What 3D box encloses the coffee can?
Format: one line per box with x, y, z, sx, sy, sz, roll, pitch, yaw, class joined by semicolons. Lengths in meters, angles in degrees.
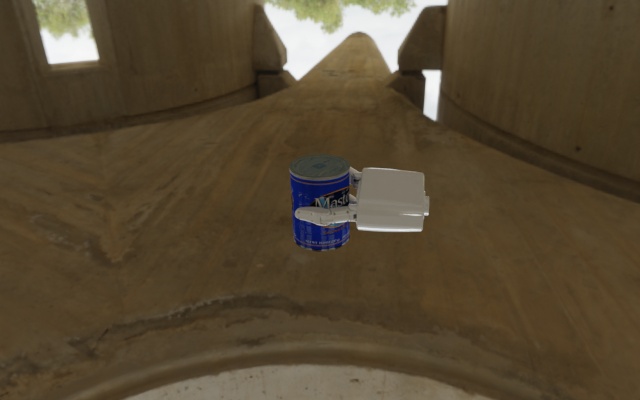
0.000;0.003;0.833;0.103;0.140;0.102;-1;26;1;coffee can
